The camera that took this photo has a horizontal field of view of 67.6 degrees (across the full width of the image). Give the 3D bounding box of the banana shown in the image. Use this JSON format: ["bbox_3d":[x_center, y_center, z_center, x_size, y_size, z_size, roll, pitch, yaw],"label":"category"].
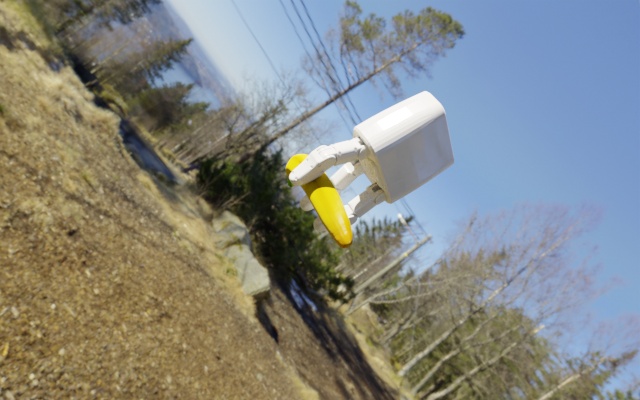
[{"bbox_3d":[-0.006,-0.014,0.610,0.037,0.070,0.197,-25,33,-10],"label":"banana"}]
